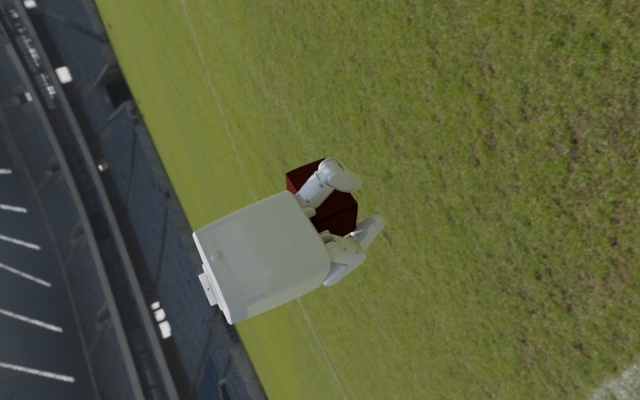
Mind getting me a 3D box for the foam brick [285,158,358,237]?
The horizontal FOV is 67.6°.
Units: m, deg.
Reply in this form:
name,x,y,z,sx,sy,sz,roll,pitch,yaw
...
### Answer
name,x,y,z,sx,sy,sz,roll,pitch,yaw
foam brick,0.000,0.002,0.533,0.051,0.078,0.053,-23,-34,-16
